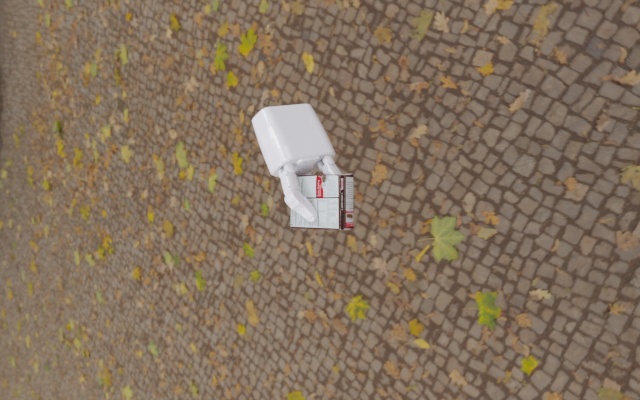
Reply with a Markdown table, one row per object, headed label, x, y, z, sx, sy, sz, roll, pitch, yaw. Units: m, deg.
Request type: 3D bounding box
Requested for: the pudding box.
| label | x | y | z | sx | sy | sz | roll | pitch | yaw |
| --- | --- | --- | --- | --- | --- | --- | --- | --- | --- |
| pudding box | 0.000 | 0.002 | 0.780 | 0.113 | 0.090 | 0.039 | 0 | 1 | 42 |
